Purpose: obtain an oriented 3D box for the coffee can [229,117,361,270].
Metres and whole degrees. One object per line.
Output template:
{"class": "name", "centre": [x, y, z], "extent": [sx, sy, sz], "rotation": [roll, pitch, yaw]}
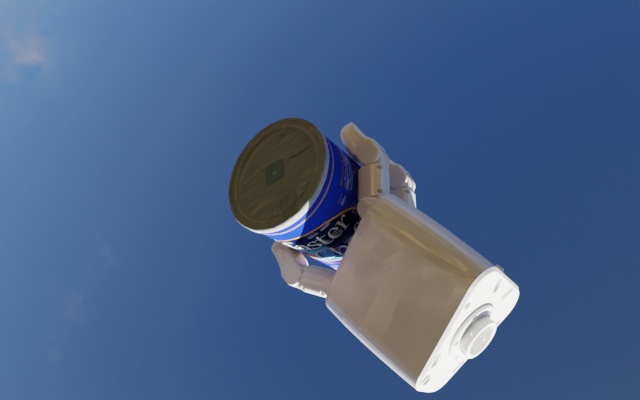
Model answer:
{"class": "coffee can", "centre": [0.000, 0.001, 0.447], "extent": [0.103, 0.102, 0.140], "rotation": [0, -21, 37]}
